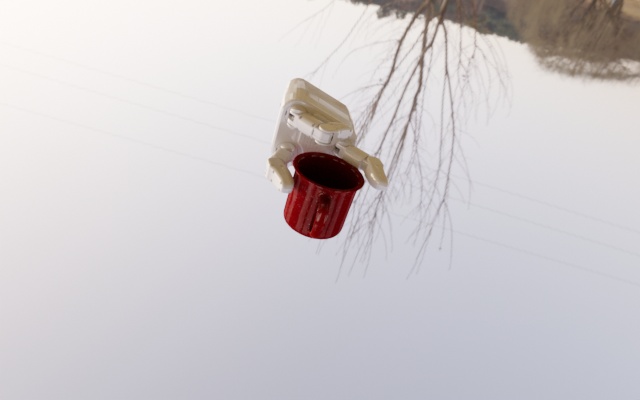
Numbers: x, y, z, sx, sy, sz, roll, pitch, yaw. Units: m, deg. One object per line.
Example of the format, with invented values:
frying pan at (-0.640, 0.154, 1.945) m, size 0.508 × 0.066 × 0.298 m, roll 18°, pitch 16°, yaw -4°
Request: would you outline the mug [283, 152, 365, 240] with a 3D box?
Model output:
mug at (0.000, 0.003, 0.601) m, size 0.093 × 0.081 × 0.117 m, roll 13°, pitch 31°, yaw -9°
